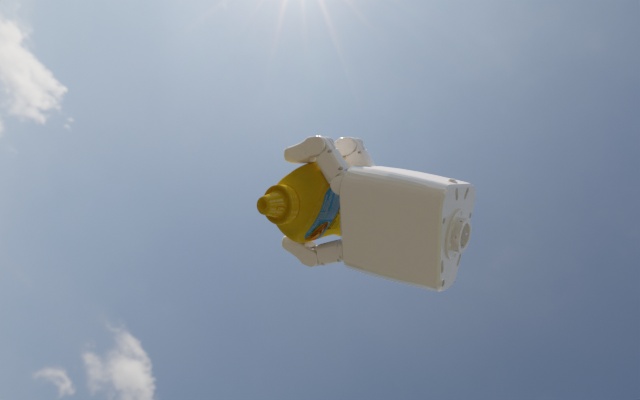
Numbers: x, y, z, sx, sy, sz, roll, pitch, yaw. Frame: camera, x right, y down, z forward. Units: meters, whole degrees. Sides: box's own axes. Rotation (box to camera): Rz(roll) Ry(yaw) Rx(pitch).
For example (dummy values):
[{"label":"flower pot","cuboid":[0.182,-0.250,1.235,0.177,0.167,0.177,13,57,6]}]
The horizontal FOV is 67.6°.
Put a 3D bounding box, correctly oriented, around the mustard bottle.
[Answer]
[{"label":"mustard bottle","cuboid":[0.000,0.002,0.544,0.058,0.096,0.191,39,24,28]}]
